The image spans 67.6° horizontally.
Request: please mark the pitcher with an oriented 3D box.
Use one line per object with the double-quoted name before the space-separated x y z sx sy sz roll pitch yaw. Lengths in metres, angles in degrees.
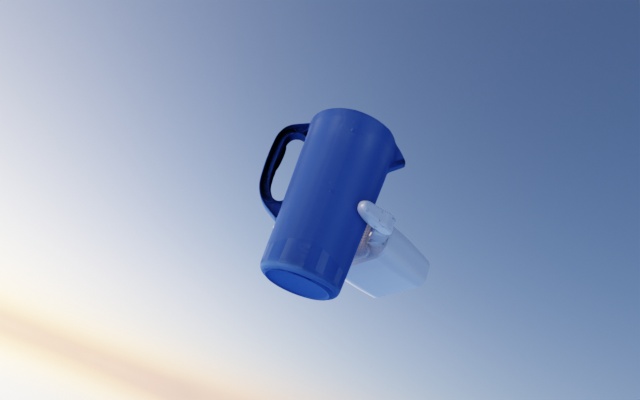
"pitcher" 0.000 0.002 0.652 0.149 0.242 0.145 -8 -39 46
